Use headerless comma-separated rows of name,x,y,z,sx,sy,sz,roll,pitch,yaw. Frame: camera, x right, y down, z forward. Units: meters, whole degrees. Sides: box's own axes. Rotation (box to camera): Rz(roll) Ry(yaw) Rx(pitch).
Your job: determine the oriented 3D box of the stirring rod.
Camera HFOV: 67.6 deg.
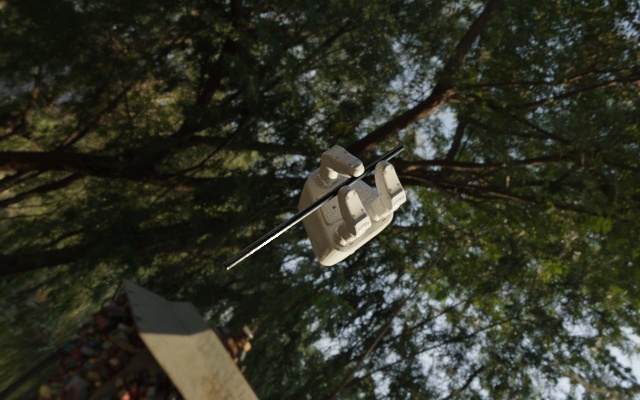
stirring rod,0.000,0.002,0.510,0.239,0.011,0.011,-34,13,-20
